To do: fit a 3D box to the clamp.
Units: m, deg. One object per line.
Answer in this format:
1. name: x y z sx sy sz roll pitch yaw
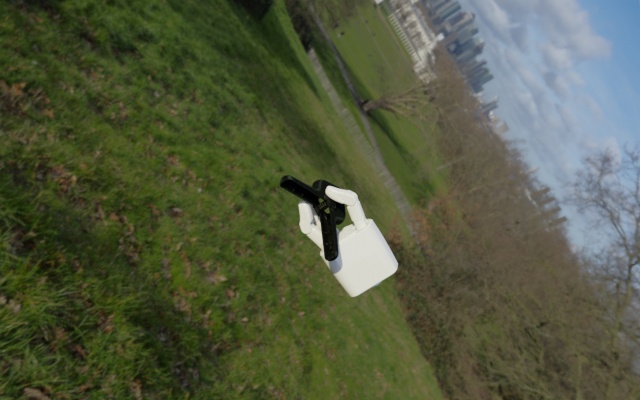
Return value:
1. clamp: 0.001 0.003 0.883 0.036 0.164 0.210 -29 10 21
